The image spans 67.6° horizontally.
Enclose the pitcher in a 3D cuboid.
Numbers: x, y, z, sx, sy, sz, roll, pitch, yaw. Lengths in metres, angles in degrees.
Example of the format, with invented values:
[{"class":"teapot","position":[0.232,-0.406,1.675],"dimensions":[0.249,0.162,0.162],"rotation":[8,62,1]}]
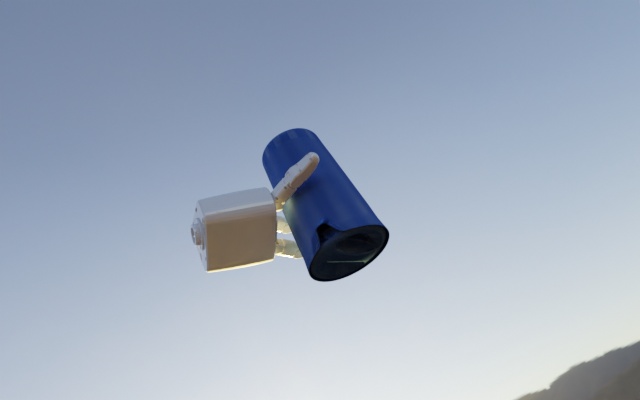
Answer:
[{"class":"pitcher","position":[0.000,0.003,0.772],"dimensions":[0.145,0.242,0.149],"rotation":[-10,-39,-27]}]
